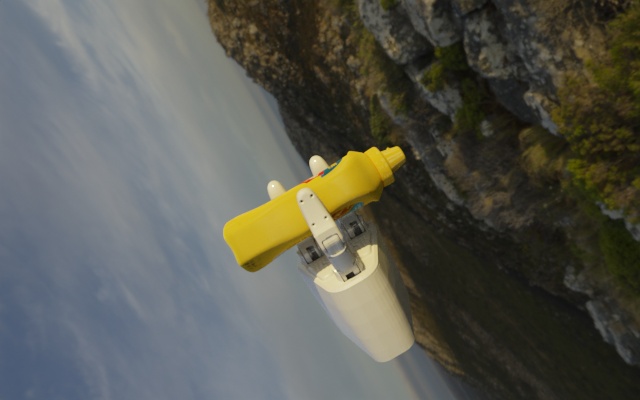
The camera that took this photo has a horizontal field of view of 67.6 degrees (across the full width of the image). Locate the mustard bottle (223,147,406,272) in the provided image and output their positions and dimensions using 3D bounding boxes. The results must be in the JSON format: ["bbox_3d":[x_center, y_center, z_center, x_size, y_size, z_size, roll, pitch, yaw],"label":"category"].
[{"bbox_3d":[0.000,0.001,0.482,0.191,0.058,0.096,-30,-4,0],"label":"mustard bottle"}]
